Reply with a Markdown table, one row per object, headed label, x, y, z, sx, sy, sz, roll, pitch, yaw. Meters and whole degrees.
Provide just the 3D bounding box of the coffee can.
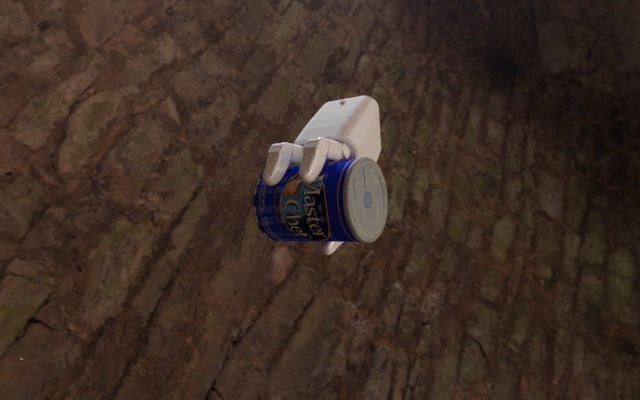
| label | x | y | z | sx | sy | sz | roll | pitch | yaw |
| --- | --- | --- | --- | --- | --- | --- | --- | --- | --- |
| coffee can | 0.000 | 0.002 | 0.606 | 0.140 | 0.103 | 0.103 | -3 | -2 | 33 |
